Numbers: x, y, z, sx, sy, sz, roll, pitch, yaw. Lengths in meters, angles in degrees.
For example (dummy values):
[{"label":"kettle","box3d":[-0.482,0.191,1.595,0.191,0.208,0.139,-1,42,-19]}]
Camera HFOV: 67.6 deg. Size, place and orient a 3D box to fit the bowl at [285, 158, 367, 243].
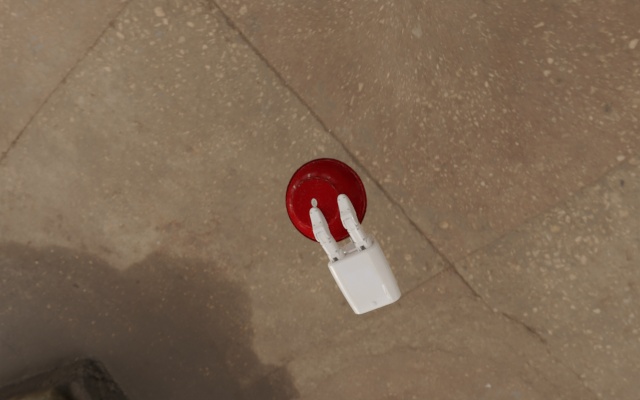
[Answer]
[{"label":"bowl","box3d":[-0.001,0.002,0.869,0.162,0.162,0.055,0,4,20]}]
